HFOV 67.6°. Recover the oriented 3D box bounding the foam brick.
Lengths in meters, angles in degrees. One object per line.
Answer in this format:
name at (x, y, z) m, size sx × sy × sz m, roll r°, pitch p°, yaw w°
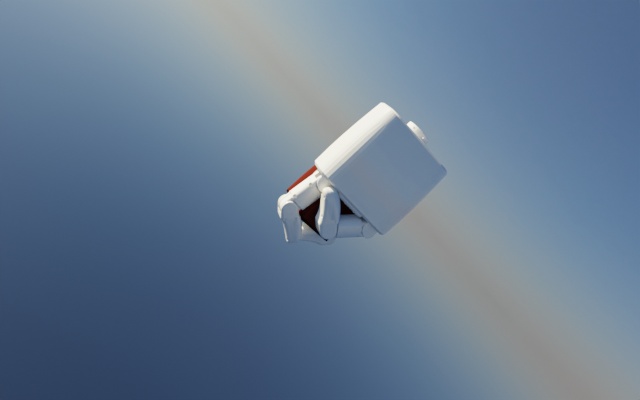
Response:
foam brick at (0.000, 0.002, 0.593) m, size 0.053 × 0.051 × 0.078 m, roll 43°, pitch 8°, yaw -31°
